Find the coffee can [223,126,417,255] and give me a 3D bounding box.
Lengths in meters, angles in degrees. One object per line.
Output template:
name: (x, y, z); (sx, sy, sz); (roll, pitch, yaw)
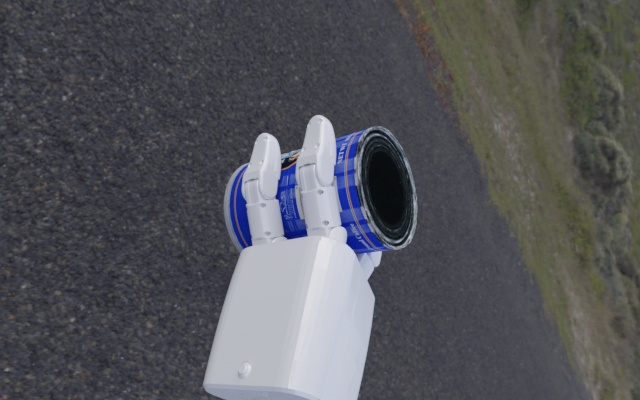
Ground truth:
coffee can: (0.000, 0.001, 0.425); (0.140, 0.103, 0.103); (-12, -7, 33)
